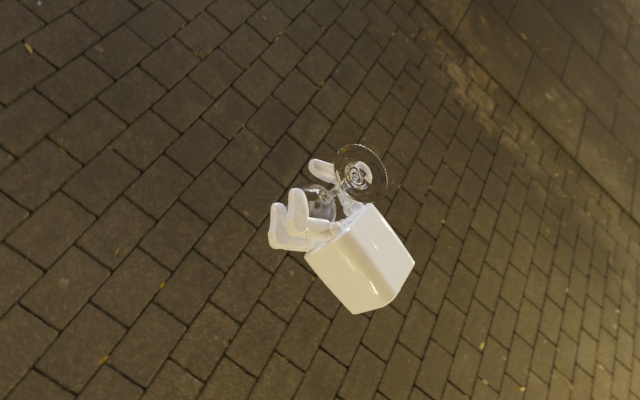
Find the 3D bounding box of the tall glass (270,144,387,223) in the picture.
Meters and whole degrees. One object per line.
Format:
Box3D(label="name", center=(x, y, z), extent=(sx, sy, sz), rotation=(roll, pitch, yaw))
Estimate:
Box3D(label="tall glass", center=(0.000, 0.002, 0.633), extent=(0.079, 0.079, 0.201), rotation=(0, -19, -31))
